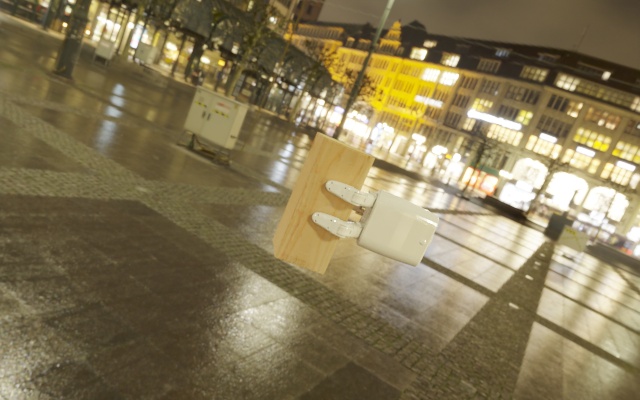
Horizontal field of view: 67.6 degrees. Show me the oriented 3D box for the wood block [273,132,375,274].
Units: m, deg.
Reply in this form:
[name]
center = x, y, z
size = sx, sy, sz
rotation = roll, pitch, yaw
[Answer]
[wood block]
center = 0.001, 0.003, 0.791
size = 0.090, 0.206, 0.090
rotation = 21, 10, -12
